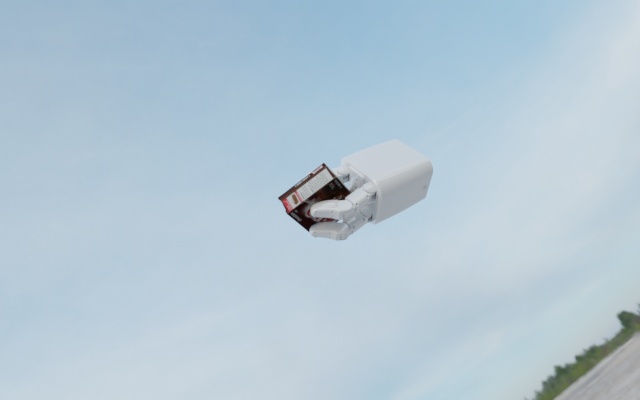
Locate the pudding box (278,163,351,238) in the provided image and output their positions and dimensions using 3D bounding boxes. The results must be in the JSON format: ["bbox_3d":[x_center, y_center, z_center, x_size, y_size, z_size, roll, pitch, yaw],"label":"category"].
[{"bbox_3d":[0.000,0.002,0.726,0.090,0.039,0.113,-38,-34,5],"label":"pudding box"}]
